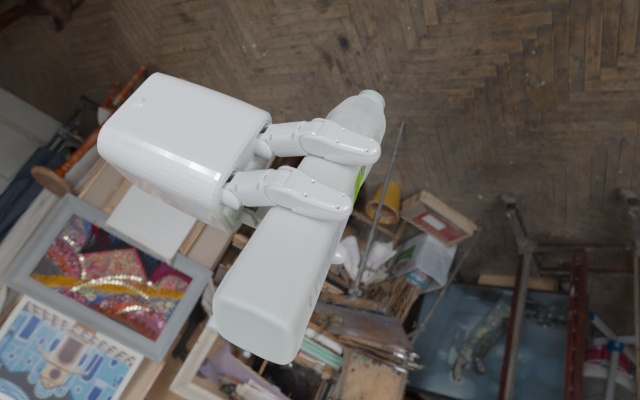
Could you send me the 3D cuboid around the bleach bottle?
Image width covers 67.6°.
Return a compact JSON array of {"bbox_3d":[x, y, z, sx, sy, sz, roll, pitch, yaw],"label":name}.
[{"bbox_3d":[0.000,0.001,0.404,0.068,0.250,0.103,23,-33,7],"label":"bleach bottle"}]
